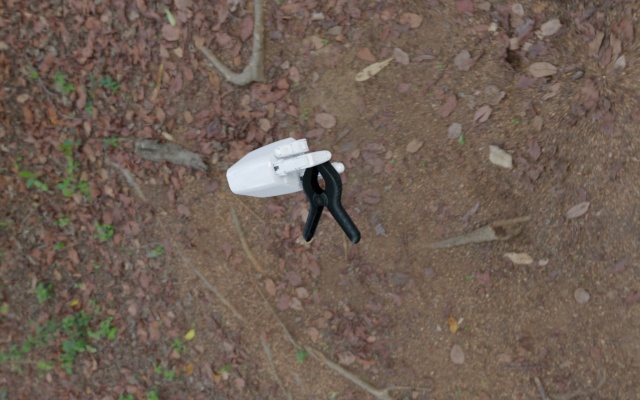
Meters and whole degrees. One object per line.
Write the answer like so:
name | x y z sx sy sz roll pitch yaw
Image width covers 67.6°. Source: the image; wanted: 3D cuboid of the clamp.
clamp | 0.000 0.003 0.860 0.120 0.171 0.039 -13 6 31
